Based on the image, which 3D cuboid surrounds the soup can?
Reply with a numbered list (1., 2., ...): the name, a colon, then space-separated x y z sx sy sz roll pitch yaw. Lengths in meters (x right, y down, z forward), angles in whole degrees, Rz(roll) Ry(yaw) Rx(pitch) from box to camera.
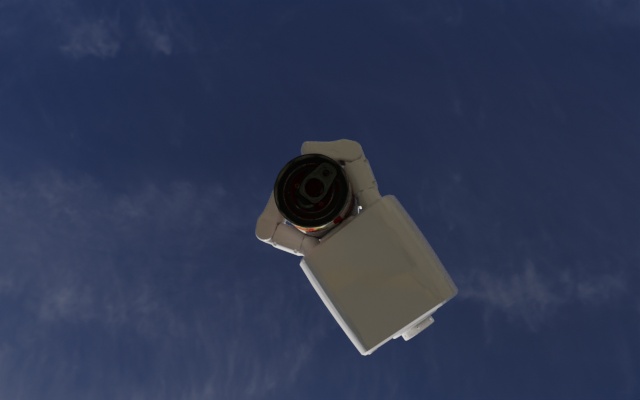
1. soup can: 0.000 0.001 0.467 0.068 0.068 0.102 0 -12 10
